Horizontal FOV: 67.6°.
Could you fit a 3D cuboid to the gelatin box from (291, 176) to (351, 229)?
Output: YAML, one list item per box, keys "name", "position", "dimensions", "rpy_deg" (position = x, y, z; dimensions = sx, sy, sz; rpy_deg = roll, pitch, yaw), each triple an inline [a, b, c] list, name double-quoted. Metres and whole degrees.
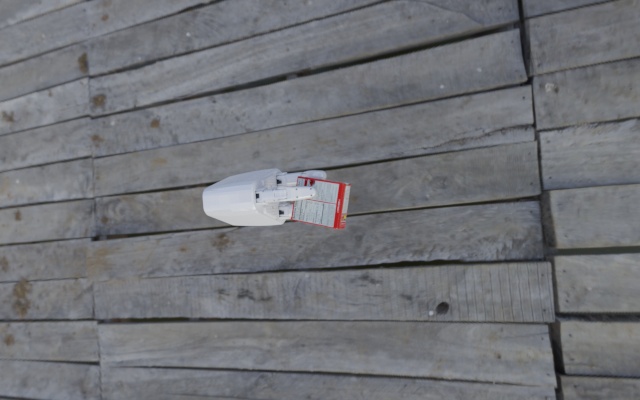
- name: "gelatin box"
  position: [0.000, 0.003, 0.767]
  dimensions: [0.089, 0.073, 0.030]
  rpy_deg: [10, 4, 29]
